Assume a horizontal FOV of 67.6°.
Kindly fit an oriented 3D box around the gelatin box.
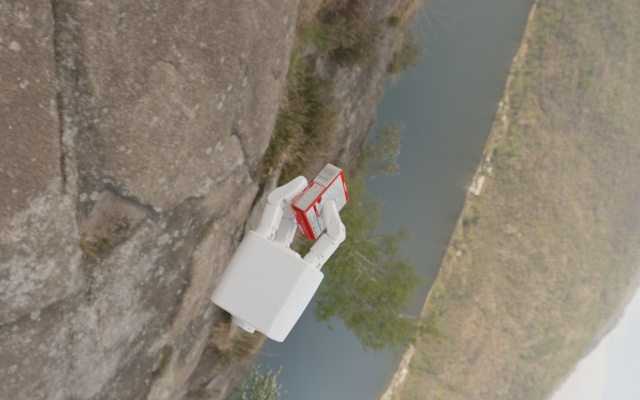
[{"bbox_3d":[0.001,0.002,0.682,0.030,0.089,0.073,29,-24,29],"label":"gelatin box"}]
